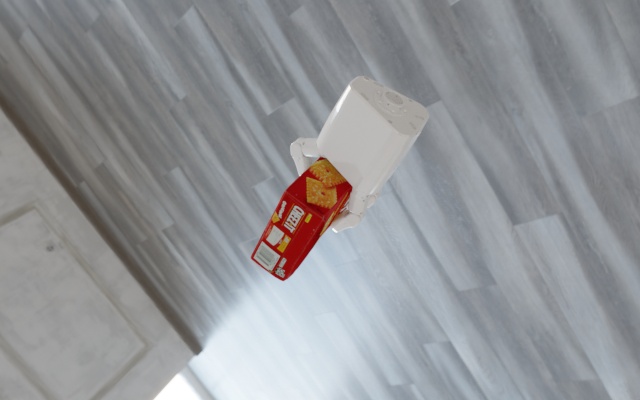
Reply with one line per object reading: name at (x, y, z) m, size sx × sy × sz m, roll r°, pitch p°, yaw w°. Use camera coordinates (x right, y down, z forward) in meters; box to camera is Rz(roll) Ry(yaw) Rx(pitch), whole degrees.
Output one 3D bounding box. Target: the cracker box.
cracker box at (0.000, 0.002, 0.727) m, size 0.072 × 0.164 × 0.213 m, roll 37°, pitch 43°, yaw 6°
